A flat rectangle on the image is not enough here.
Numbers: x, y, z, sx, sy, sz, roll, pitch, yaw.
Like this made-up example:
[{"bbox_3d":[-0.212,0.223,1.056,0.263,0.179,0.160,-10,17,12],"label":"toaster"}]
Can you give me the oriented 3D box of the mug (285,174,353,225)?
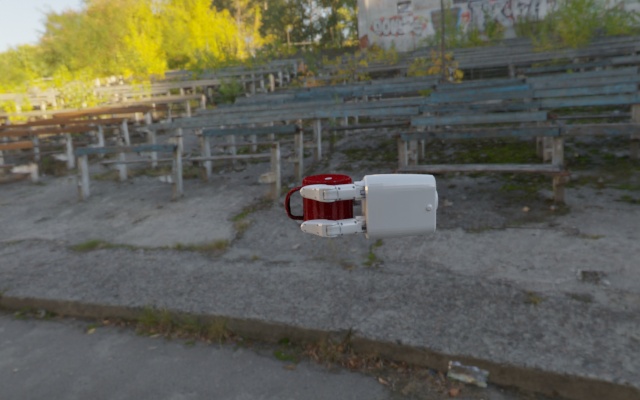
[{"bbox_3d":[-0.001,0.002,0.783,0.117,0.081,0.093,-3,12,-1],"label":"mug"}]
